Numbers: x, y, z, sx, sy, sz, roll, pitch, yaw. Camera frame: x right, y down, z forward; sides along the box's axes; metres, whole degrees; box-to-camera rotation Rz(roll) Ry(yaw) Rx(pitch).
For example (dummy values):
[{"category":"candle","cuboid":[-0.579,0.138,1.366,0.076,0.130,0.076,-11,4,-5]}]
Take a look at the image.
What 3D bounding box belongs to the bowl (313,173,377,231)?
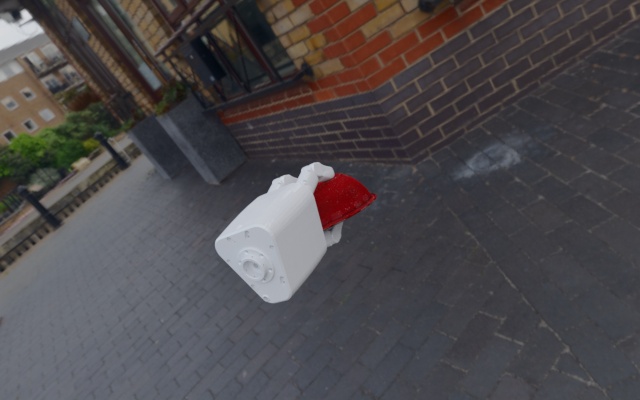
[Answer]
[{"category":"bowl","cuboid":[0.000,0.002,0.717,0.162,0.055,0.162,-24,7,3]}]
